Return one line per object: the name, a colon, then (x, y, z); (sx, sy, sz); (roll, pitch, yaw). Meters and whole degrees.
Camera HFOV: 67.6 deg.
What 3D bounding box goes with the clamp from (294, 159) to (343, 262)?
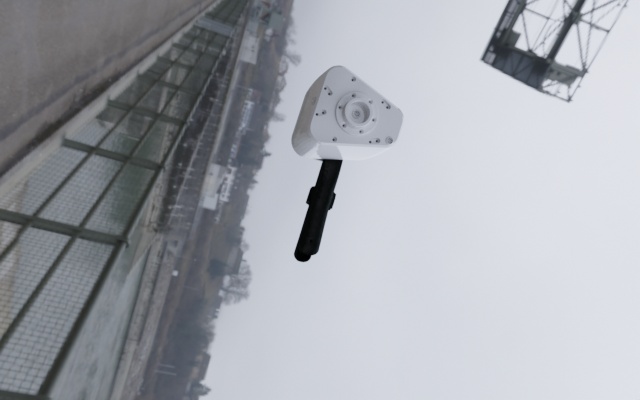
clamp: (0.001, 0.002, 0.630); (0.039, 0.171, 0.120); (15, -4, -9)
